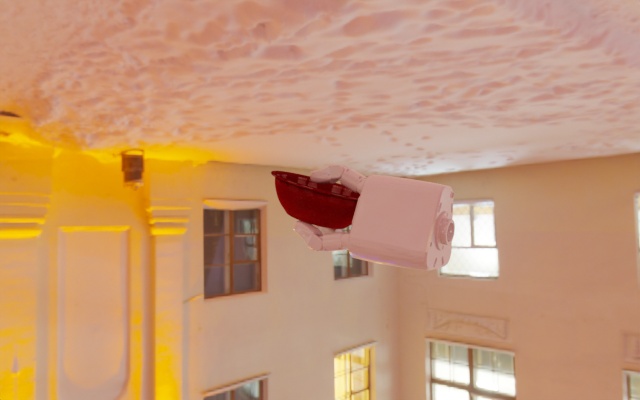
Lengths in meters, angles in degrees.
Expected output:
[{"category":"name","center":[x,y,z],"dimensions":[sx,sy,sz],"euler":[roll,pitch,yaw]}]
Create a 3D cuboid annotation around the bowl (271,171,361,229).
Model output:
[{"category":"bowl","center":[-0.001,0.002,0.700],"dimensions":[0.162,0.055,0.162],"euler":[15,8,-2]}]
